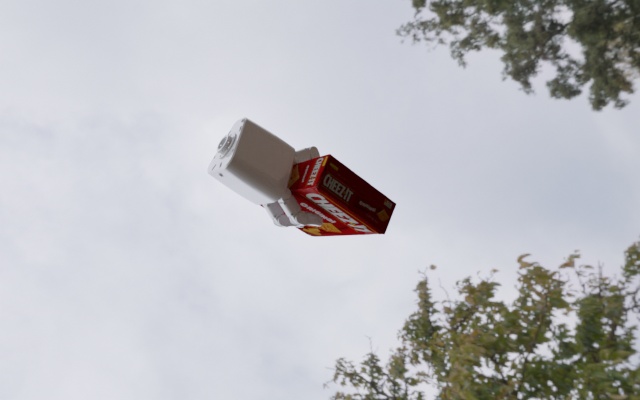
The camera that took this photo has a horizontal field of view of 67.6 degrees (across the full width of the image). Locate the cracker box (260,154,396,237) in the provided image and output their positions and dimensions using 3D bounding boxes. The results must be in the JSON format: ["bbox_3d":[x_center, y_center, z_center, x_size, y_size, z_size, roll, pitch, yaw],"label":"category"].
[{"bbox_3d":[0.000,0.003,0.861,0.164,0.072,0.214,33,-23,-29],"label":"cracker box"}]
